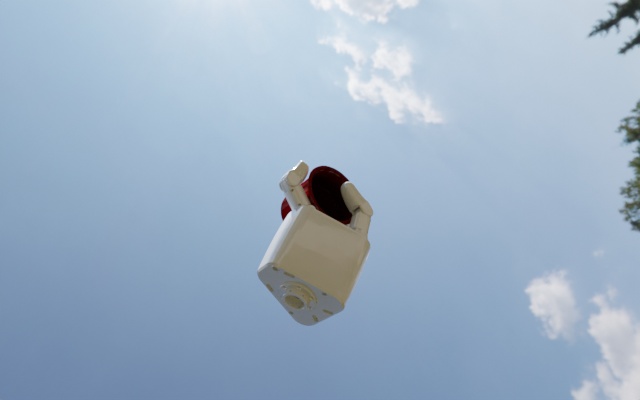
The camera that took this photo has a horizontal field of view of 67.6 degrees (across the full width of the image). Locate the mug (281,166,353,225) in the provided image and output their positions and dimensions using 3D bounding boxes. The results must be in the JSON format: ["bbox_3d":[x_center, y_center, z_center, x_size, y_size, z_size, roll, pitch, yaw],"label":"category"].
[{"bbox_3d":[0.000,0.001,0.703,0.081,0.093,0.117,-36,15,41],"label":"mug"}]
